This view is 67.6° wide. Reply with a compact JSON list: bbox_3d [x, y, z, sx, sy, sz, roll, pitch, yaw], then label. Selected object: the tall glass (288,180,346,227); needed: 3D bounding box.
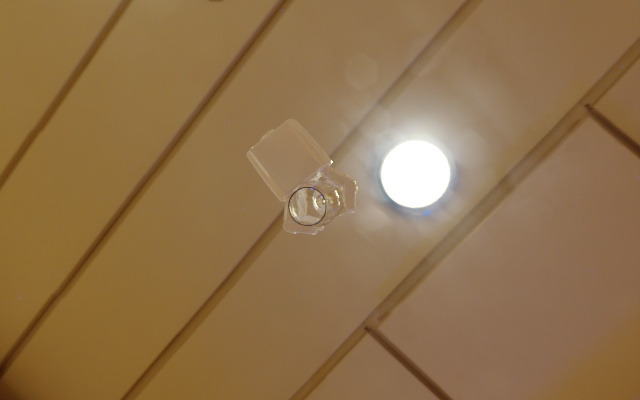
[{"bbox_3d":[0.000,0.003,0.836,0.079,0.079,0.201,0,4,12],"label":"tall glass"}]
